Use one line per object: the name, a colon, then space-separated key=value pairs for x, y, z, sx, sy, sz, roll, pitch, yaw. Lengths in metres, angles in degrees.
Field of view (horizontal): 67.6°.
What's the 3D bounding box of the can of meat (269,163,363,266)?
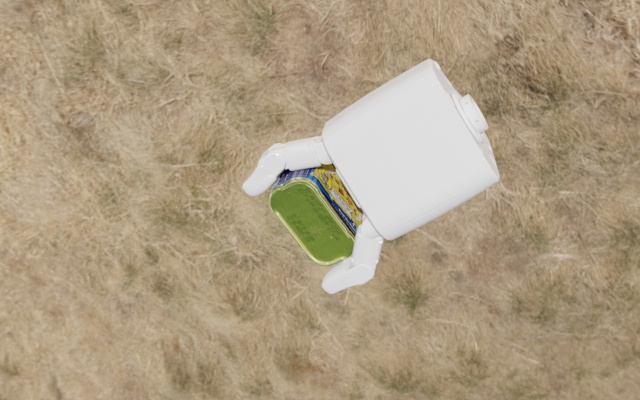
can of meat: x=0.000 y=0.002 z=0.471 sx=0.057 sy=0.102 sz=0.084 roll=-27 pitch=23 yaw=25
